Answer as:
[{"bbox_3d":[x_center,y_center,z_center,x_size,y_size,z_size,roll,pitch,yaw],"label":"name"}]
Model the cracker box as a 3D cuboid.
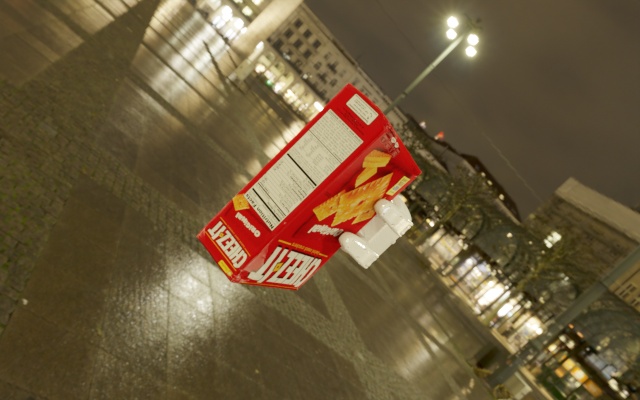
[{"bbox_3d":[0.000,0.001,0.517,0.072,0.214,0.164,48,6,24],"label":"cracker box"}]
